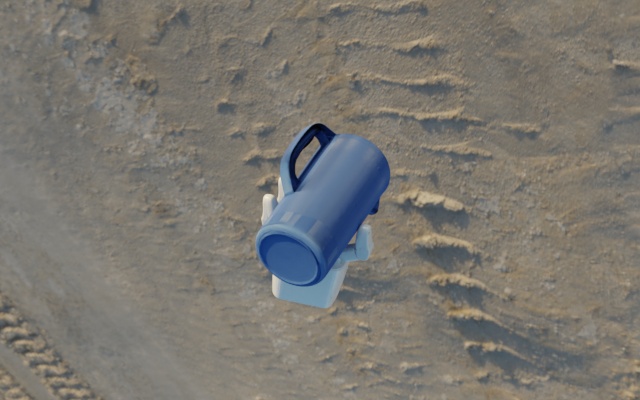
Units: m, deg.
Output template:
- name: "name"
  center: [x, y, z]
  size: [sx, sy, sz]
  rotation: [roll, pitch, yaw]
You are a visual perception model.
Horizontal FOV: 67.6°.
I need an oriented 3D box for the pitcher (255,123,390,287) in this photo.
- name: "pitcher"
  center: [0.000, 0.002, 0.711]
  size: [0.149, 0.145, 0.242]
  rotation: [23, 42, 12]
